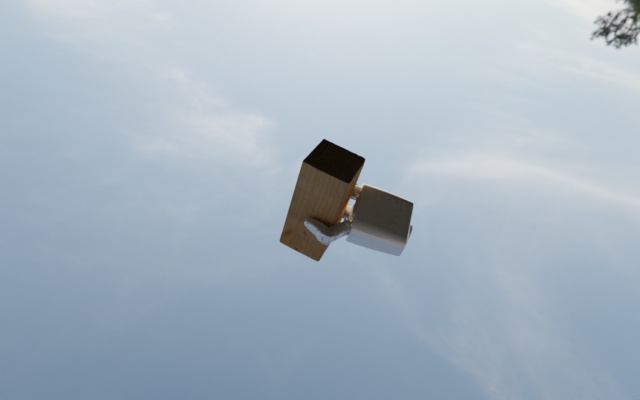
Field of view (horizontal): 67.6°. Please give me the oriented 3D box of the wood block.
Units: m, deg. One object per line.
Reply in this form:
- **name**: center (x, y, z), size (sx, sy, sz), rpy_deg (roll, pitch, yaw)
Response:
- **wood block**: center (0.000, 0.003, 0.891), size (0.090, 0.206, 0.090), rpy_deg (27, 41, 9)
